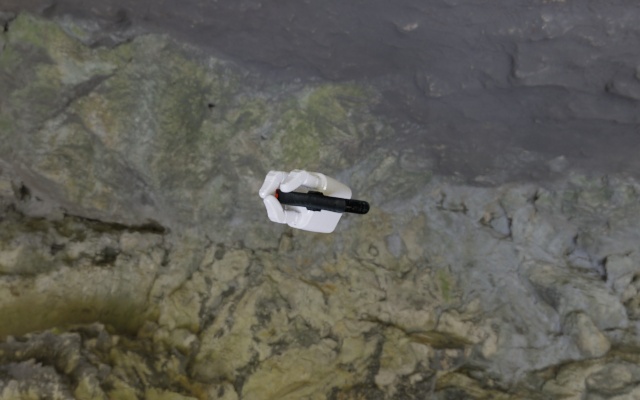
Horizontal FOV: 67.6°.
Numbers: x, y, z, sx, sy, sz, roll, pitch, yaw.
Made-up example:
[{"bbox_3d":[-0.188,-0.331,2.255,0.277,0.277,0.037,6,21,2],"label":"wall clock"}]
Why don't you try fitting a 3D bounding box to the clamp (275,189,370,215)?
[{"bbox_3d":[0.000,0.003,0.846,0.171,0.039,0.120,11,-3,35],"label":"clamp"}]
